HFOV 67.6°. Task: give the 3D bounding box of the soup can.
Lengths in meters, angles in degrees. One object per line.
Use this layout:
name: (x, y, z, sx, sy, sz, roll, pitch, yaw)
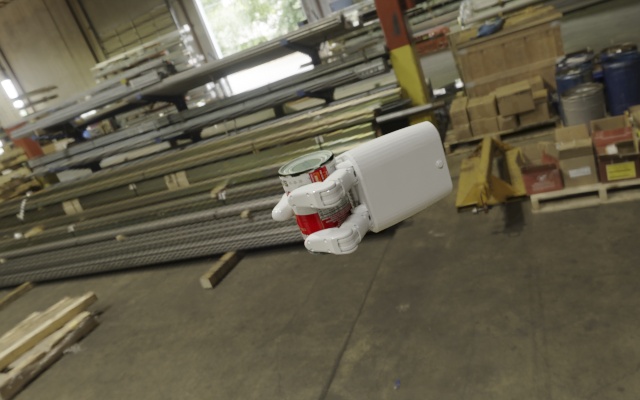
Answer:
soup can: (0.000, 0.002, 0.548, 0.068, 0.102, 0.068, -18, 20, 7)
